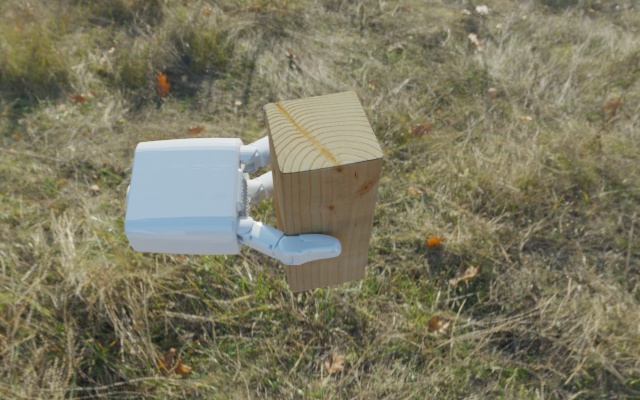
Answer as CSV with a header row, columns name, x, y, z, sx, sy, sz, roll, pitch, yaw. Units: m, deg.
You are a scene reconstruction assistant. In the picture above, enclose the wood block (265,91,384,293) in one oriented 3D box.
name,x,y,z,sx,sy,sz,roll,pitch,yaw
wood block,0.000,0.002,0.498,0.090,0.090,0.206,-10,-37,-8
